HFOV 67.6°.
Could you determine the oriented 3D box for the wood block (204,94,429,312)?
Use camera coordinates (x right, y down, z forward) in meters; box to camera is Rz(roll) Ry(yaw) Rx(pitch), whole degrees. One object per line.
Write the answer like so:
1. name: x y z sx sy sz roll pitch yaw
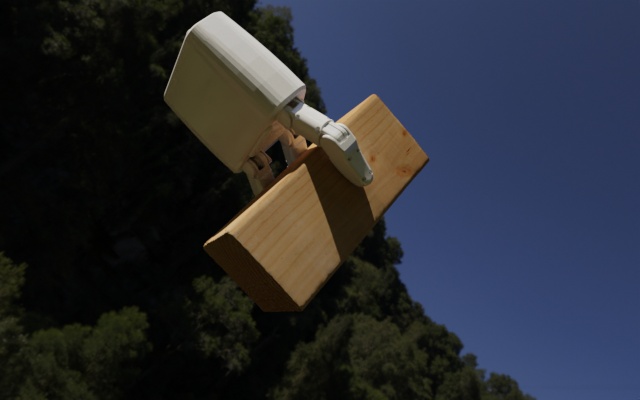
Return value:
1. wood block: 0.000 0.001 0.462 0.206 0.090 0.091 -46 10 -28
